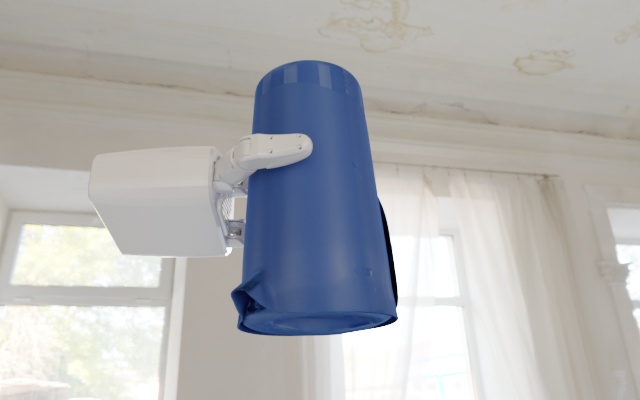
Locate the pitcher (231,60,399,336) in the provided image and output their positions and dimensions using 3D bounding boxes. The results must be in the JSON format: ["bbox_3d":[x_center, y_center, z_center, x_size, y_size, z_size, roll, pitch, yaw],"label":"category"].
[{"bbox_3d":[0.000,0.001,0.446,0.145,0.242,0.149,-3,-23,1],"label":"pitcher"}]
